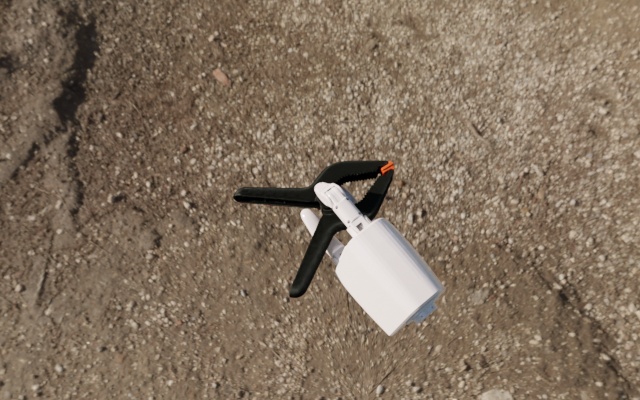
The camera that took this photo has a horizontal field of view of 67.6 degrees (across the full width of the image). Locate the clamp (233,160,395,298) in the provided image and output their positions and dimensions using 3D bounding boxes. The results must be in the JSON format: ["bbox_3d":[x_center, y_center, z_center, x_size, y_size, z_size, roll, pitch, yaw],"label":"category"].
[{"bbox_3d":[0.001,0.002,0.623,0.210,0.164,0.036,-37,-18,-10],"label":"clamp"}]
